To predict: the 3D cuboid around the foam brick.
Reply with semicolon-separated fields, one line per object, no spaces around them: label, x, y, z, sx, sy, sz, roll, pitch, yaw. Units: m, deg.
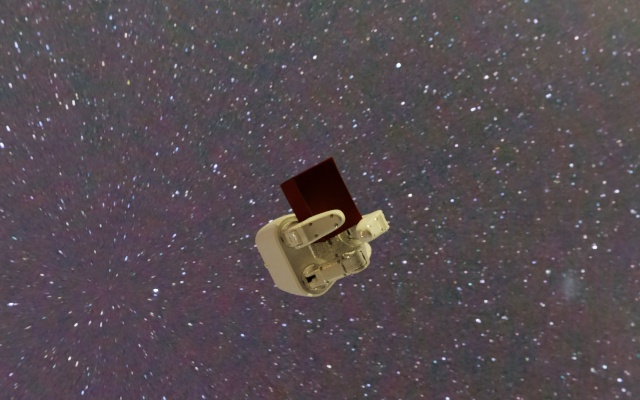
foam brick;0.000;0.001;0.521;0.053;0.078;0.051;-27;3;-22
